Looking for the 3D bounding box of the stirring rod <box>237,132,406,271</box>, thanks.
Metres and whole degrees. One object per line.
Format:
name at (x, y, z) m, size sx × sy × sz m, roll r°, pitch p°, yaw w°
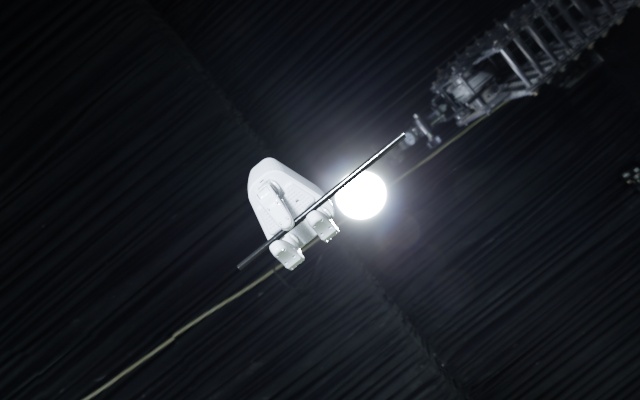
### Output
stirring rod at (0.000, 0.002, 0.541) m, size 0.239 × 0.011 × 0.011 m, roll -39°, pitch -3°, yaw 3°
